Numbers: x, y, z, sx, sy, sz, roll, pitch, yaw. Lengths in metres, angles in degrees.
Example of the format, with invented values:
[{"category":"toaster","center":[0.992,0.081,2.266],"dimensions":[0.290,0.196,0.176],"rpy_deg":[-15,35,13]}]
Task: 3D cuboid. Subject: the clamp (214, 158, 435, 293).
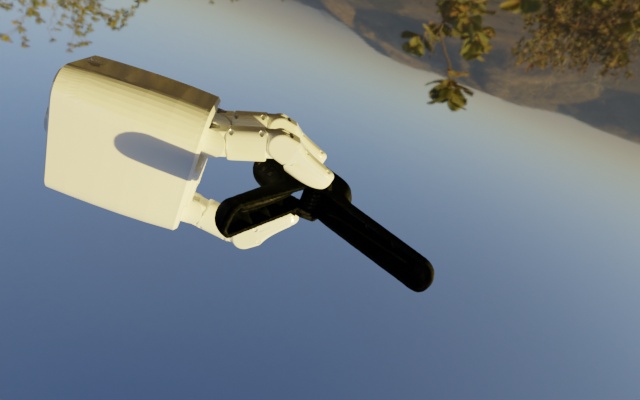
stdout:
[{"category":"clamp","center":[-0.001,0.002,0.405],"dimensions":[0.164,0.036,0.210],"rpy_deg":[22,18,-14]}]
